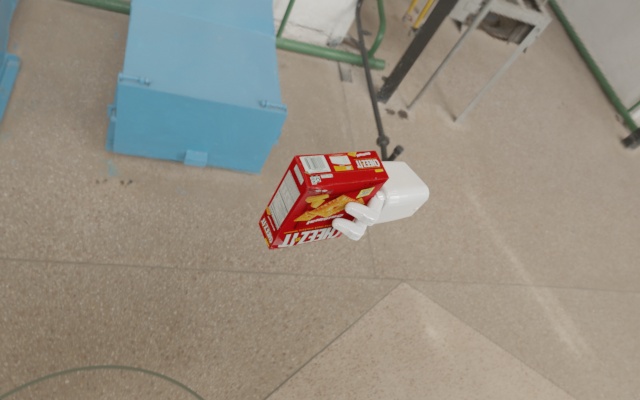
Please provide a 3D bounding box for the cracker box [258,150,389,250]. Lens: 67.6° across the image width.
[{"bbox_3d":[0.000,0.003,0.864,0.164,0.072,0.214,-7,-30,-30],"label":"cracker box"}]
